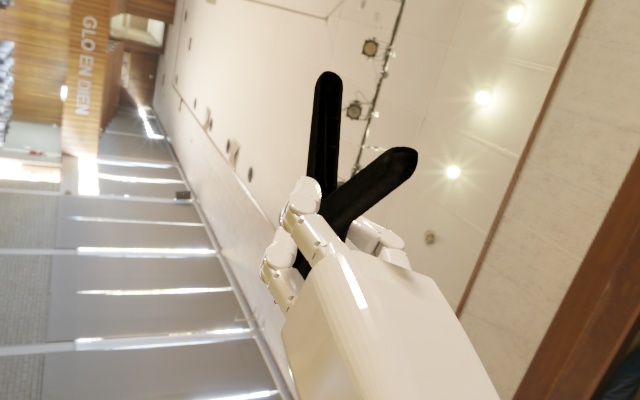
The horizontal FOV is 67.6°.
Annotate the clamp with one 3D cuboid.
[{"bbox_3d":[0.001,0.002,0.412,0.036,0.210,0.164,8,36,-24],"label":"clamp"}]
